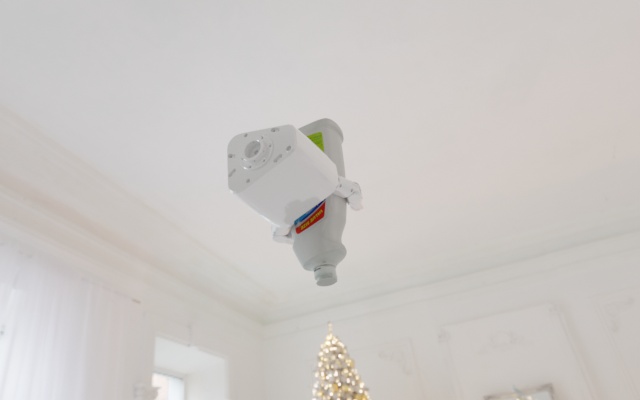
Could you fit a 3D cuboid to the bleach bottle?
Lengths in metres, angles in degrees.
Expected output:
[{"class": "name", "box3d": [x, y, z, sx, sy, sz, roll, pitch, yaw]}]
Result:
[{"class": "bleach bottle", "box3d": [0.000, 0.002, 0.706, 0.102, 0.250, 0.068, -21, -34, 20]}]
